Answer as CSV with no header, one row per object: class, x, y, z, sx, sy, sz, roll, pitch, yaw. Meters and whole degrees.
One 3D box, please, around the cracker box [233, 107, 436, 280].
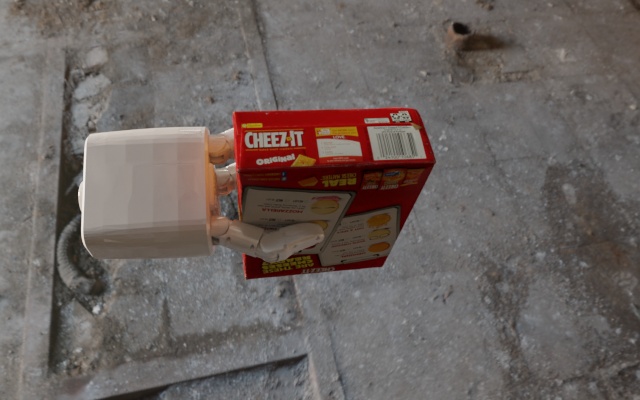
cracker box,0.000,0.002,0.479,0.164,0.072,0.214,-4,-31,-9
